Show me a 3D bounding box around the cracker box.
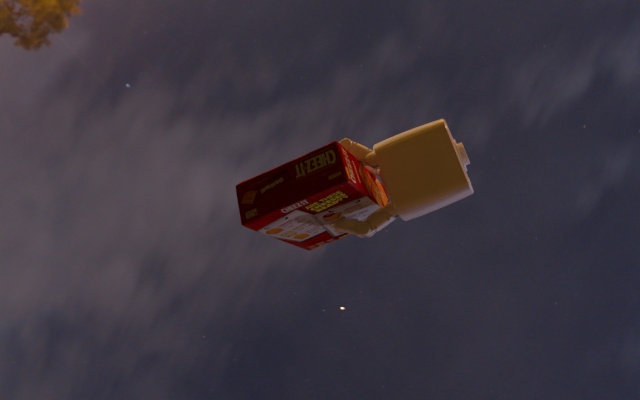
[{"bbox_3d":[0.000,0.003,0.722,0.164,0.072,0.214,-23,-23,18],"label":"cracker box"}]
